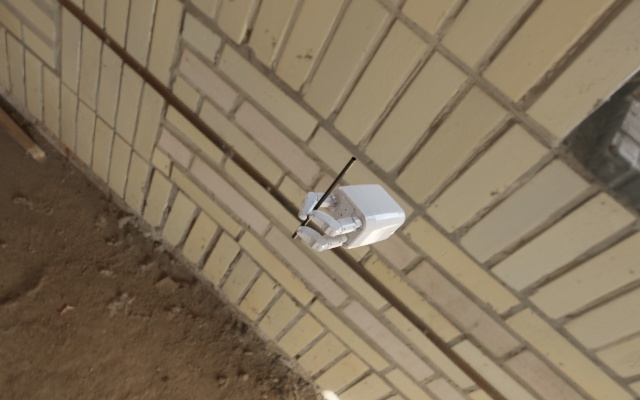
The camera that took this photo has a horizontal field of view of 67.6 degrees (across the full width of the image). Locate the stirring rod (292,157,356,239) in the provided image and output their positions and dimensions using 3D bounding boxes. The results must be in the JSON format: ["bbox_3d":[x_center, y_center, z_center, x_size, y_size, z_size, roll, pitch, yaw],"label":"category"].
[{"bbox_3d":[0.000,0.003,0.817,0.011,0.011,0.240,0,-34,-31],"label":"stirring rod"}]
